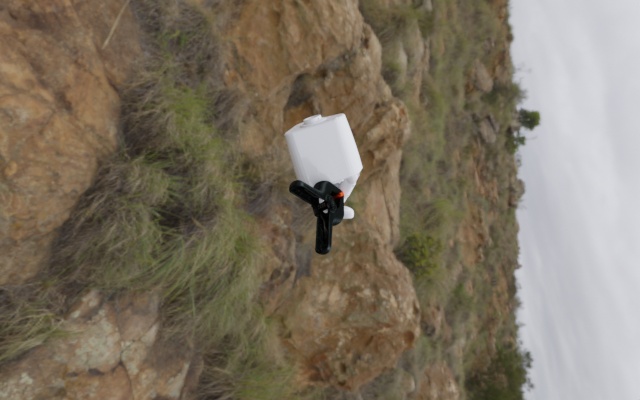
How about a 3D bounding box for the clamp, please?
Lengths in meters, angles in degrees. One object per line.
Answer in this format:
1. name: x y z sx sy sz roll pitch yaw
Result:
1. clamp: 0.001 0.002 0.781 0.039 0.120 0.171 -16 17 18
